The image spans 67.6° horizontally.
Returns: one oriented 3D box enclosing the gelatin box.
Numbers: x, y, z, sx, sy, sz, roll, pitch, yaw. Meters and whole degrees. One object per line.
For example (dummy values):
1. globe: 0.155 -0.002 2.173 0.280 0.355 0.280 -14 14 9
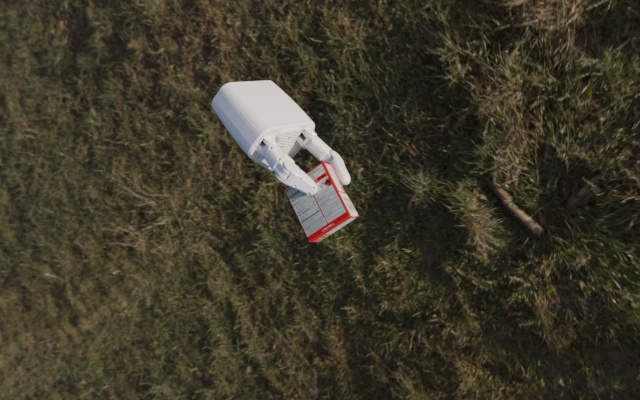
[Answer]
1. gelatin box: 0.000 0.002 0.655 0.073 0.089 0.030 -34 -19 23
